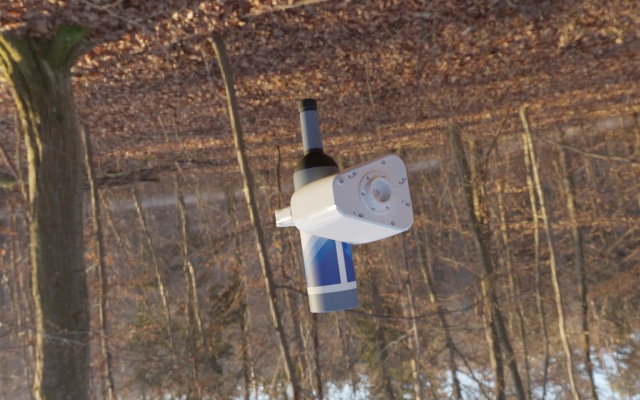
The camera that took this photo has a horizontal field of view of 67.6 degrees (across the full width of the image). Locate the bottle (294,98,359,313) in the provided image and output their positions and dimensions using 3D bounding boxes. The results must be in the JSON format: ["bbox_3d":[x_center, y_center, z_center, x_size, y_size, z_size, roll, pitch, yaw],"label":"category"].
[{"bbox_3d":[0.000,0.002,0.666,0.069,0.295,0.069,-8,-8,-1],"label":"bottle"}]
